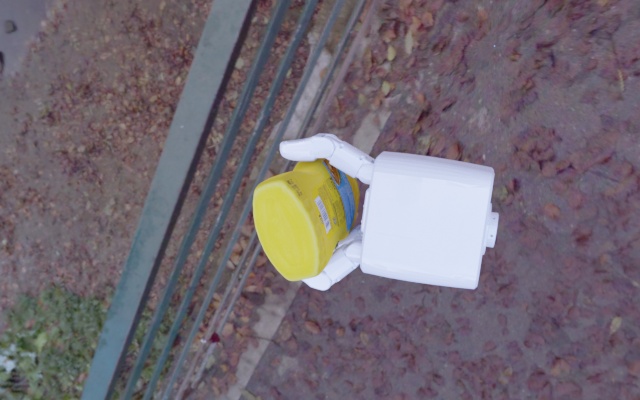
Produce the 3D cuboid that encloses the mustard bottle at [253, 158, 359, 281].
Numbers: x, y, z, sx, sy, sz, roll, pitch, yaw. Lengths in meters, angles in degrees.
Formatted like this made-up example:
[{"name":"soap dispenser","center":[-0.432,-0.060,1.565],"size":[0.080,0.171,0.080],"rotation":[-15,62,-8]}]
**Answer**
[{"name":"mustard bottle","center":[0.000,0.002,0.501],"size":[0.058,0.096,0.191],"rotation":[-17,11,24]}]
